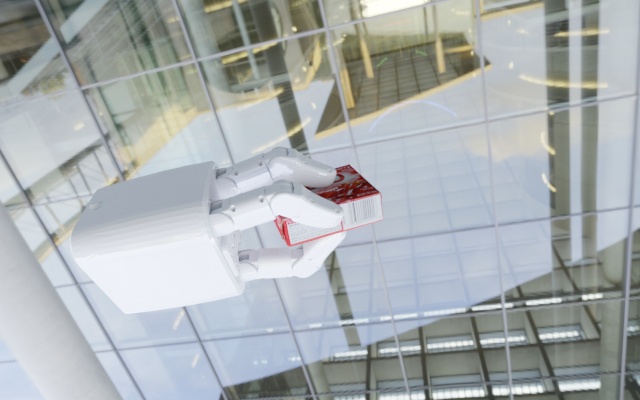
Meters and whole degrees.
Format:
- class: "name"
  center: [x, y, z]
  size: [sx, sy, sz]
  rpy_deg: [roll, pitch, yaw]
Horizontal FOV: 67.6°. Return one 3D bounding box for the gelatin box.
- class: "gelatin box"
  center: [0.000, 0.002, 0.421]
  size: [0.089, 0.030, 0.073]
  rpy_deg: [-15, 27, -13]
